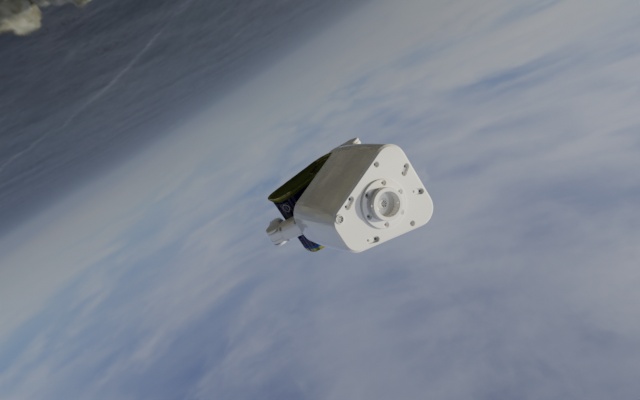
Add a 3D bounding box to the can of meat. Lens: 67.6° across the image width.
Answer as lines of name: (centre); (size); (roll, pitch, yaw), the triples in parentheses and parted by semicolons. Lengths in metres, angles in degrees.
can of meat: (0.000, 0.002, 0.601); (0.102, 0.084, 0.057); (-38, 15, -18)
